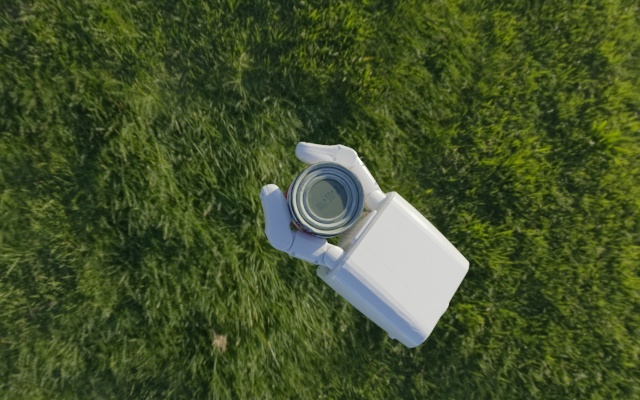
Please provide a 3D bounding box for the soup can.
[{"bbox_3d":[0.000,0.001,0.463,0.068,0.068,0.102,0,-3,-8],"label":"soup can"}]
